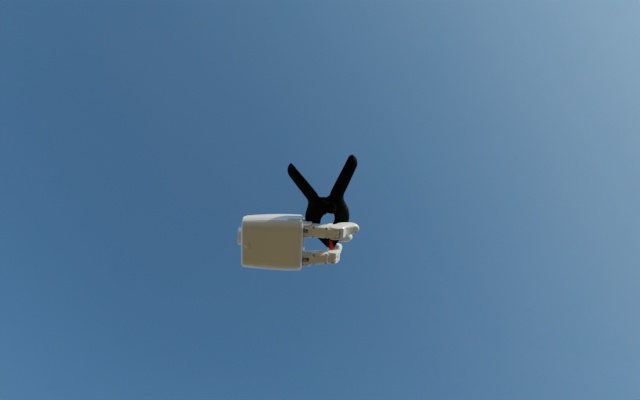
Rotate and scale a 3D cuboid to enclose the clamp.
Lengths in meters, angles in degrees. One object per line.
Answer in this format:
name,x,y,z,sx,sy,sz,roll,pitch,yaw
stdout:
clamp,0.000,0.003,0.838,0.120,0.171,0.039,2,17,-5
